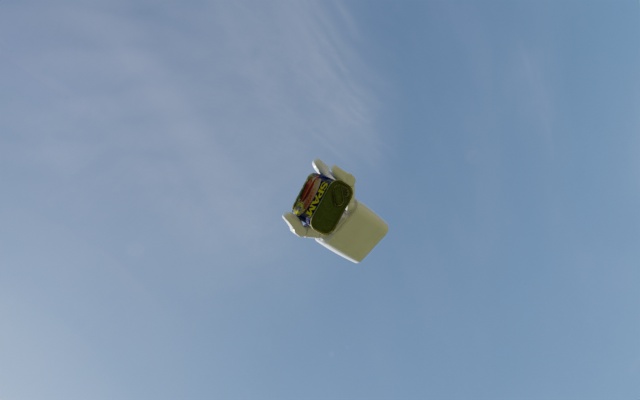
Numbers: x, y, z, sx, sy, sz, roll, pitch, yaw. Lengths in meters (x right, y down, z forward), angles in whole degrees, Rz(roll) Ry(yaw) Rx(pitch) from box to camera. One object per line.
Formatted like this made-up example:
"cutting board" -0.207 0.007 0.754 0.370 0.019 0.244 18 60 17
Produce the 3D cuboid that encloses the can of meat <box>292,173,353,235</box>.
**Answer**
"can of meat" 0.000 0.003 0.893 0.057 0.102 0.084 30 -2 -35
